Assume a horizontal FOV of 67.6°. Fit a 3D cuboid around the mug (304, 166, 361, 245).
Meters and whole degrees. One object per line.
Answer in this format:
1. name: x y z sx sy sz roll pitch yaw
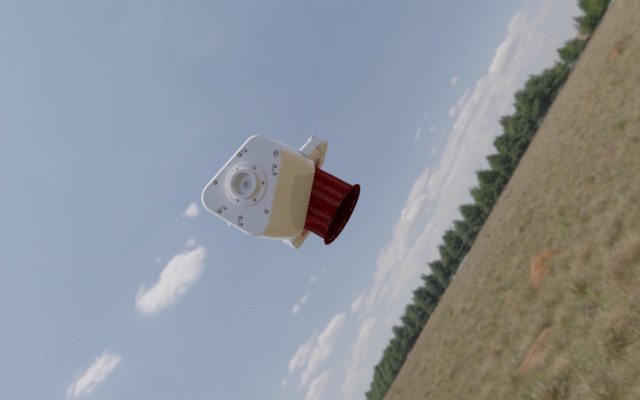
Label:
1. mug: 0.000 0.002 0.666 0.081 0.093 0.117 29 3 17
